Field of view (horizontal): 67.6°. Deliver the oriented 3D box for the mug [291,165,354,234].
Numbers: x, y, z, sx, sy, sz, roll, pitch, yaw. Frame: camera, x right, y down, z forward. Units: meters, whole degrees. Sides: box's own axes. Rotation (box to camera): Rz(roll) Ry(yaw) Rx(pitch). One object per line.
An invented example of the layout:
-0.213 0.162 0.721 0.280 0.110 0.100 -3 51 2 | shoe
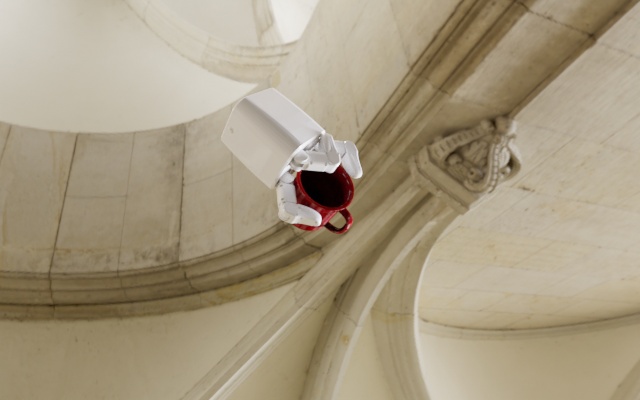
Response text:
0.001 0.003 0.722 0.093 0.117 0.081 -42 -5 -40 | mug
